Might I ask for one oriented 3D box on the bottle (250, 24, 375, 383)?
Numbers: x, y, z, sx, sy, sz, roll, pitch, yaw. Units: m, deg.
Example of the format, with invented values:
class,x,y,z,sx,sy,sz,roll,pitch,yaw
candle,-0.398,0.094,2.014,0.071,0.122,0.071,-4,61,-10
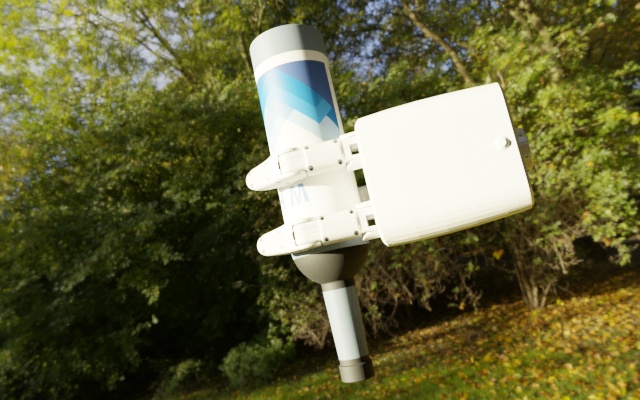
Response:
class,x,y,z,sx,sy,sz,roll,pitch,yaw
bottle,0.000,0.001,0.407,0.069,0.295,0.069,-12,-9,-2
